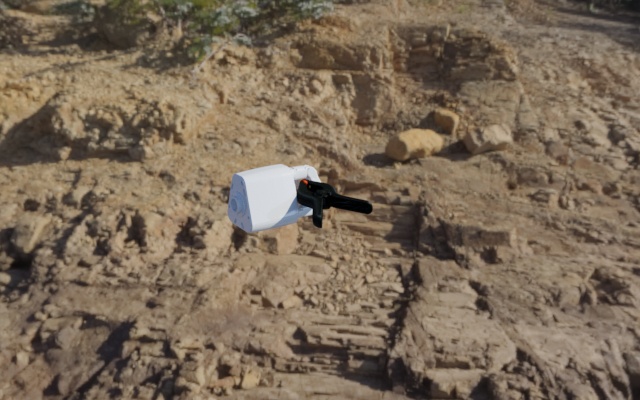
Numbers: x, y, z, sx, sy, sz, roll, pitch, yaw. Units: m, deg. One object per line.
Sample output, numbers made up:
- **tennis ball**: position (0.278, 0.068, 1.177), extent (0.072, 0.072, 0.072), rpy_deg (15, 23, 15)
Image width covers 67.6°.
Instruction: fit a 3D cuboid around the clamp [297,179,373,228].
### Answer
- **clamp**: position (0.000, 0.002, 0.895), extent (0.120, 0.039, 0.171), rpy_deg (-14, 25, -37)
